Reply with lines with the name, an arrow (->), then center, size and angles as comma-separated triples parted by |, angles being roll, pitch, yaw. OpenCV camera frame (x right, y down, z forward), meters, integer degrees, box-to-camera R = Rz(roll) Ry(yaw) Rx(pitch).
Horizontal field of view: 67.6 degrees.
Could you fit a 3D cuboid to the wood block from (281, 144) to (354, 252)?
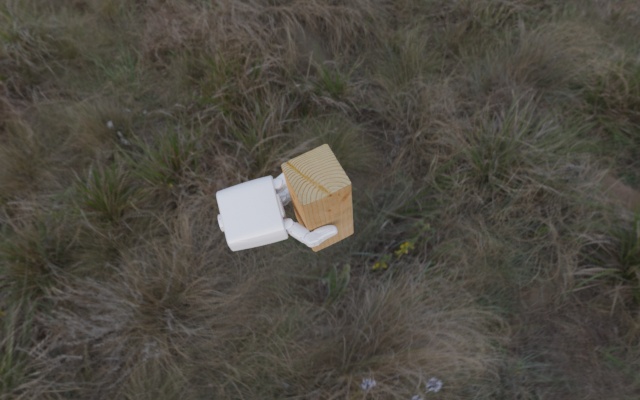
wood block -> 0.000, 0.003, 0.868 | 0.090, 0.090, 0.206 | -25, -26, -7
